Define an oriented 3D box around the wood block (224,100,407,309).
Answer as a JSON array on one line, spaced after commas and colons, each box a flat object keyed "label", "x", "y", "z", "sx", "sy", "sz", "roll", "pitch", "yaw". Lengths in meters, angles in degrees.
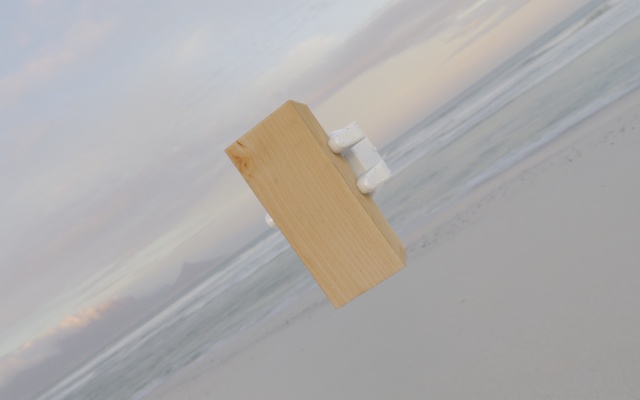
[{"label": "wood block", "x": 0.000, "y": 0.002, "z": 0.533, "sx": 0.091, "sy": 0.206, "sz": 0.090, "roll": -35, "pitch": 1, "yaw": 13}]
